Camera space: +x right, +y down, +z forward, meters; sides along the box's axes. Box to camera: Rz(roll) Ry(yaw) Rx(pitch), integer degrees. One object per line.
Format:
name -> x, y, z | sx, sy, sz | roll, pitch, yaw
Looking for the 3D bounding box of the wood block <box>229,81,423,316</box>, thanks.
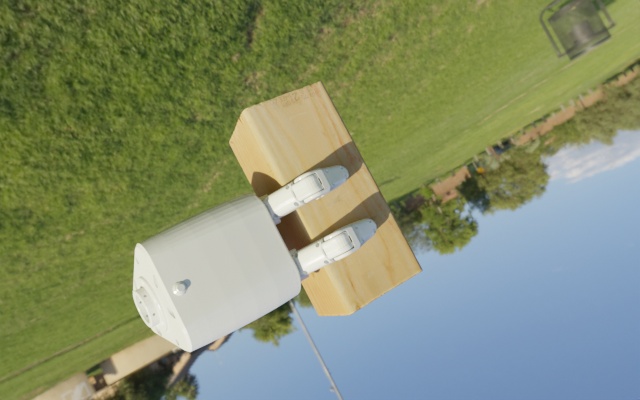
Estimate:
wood block -> 0.000, 0.002, 0.479 | 0.090, 0.206, 0.091 | -26, -4, -23
